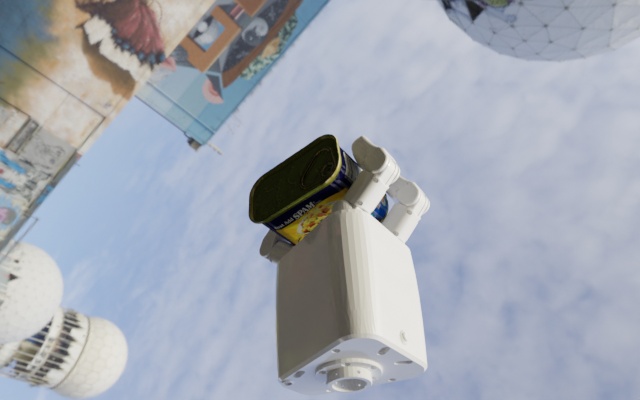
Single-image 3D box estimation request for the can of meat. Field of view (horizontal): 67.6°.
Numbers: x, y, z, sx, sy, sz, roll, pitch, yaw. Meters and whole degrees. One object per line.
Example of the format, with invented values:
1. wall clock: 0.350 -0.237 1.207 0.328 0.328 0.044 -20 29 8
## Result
1. can of meat: 0.000 0.002 0.437 0.102 0.057 0.084 -31 -49 24
